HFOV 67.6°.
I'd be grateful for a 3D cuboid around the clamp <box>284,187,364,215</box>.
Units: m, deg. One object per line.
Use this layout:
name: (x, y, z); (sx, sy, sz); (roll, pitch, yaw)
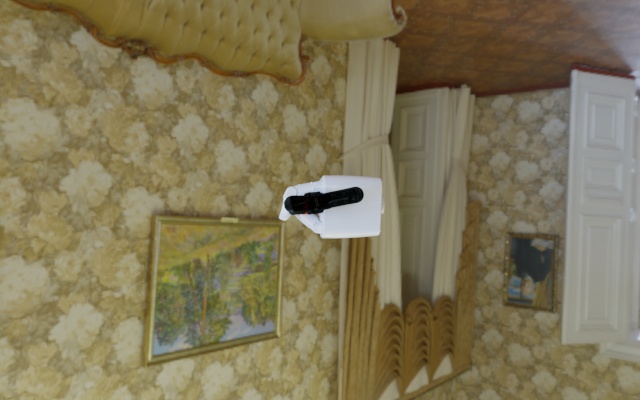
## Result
clamp: (0.000, 0.003, 0.767); (0.120, 0.039, 0.171); (-3, -1, -5)
